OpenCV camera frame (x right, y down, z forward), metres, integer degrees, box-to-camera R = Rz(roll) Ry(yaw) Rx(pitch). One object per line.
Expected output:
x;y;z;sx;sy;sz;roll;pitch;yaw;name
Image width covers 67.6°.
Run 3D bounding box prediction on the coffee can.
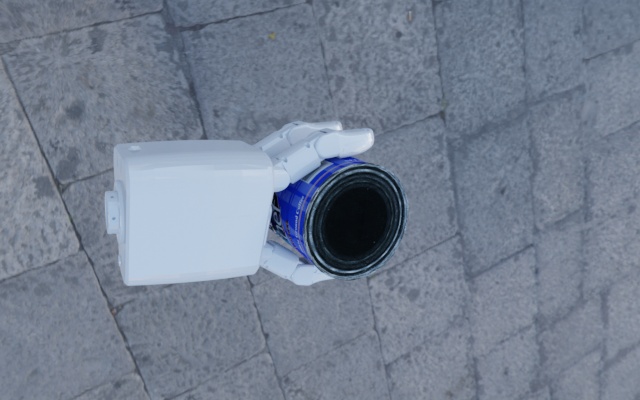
0.000;0.002;0.455;0.103;0.103;0.140;0;14;-29;coffee can
